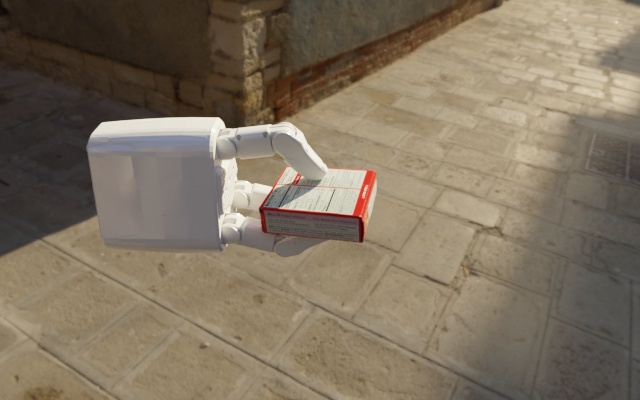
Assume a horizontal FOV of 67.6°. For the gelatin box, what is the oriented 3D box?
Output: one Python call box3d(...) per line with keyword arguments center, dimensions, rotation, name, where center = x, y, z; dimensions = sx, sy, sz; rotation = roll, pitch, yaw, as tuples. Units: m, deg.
box3d(center=(0.000, 0.001, 0.418), dimensions=(0.089, 0.030, 0.073), rotation=(4, 34, 14), name="gelatin box")
